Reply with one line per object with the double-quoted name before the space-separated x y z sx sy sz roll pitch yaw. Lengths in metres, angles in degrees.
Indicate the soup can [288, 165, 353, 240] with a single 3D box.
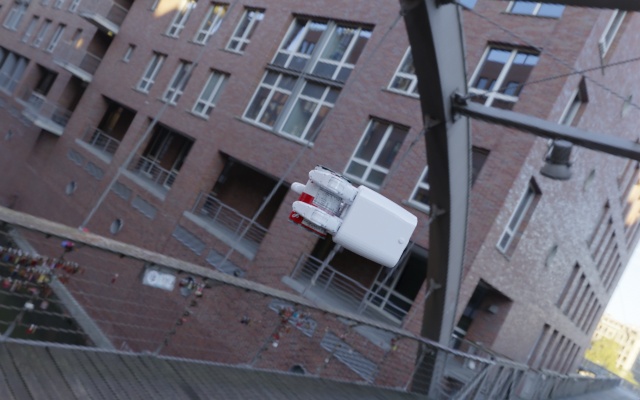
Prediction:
"soup can" 0.000 0.002 0.769 0.068 0.102 0.068 28 -2 1
